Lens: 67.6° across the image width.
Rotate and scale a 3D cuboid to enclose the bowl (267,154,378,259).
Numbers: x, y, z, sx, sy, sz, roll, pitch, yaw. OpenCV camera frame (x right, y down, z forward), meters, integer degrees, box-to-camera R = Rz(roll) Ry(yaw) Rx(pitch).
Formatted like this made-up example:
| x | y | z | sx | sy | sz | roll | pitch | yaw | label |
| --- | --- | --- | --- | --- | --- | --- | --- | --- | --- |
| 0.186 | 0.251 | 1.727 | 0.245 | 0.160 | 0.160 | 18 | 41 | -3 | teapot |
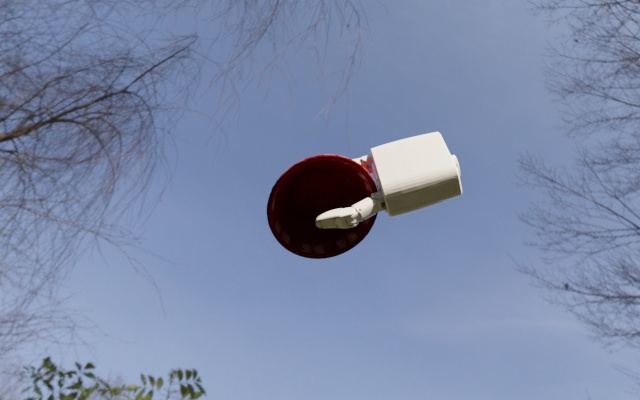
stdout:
| x | y | z | sx | sy | sz | roll | pitch | yaw | label |
| --- | --- | --- | --- | --- | --- | --- | --- | --- | --- |
| -0.001 | 0.002 | 0.693 | 0.162 | 0.162 | 0.055 | 0 | 24 | -13 | bowl |
